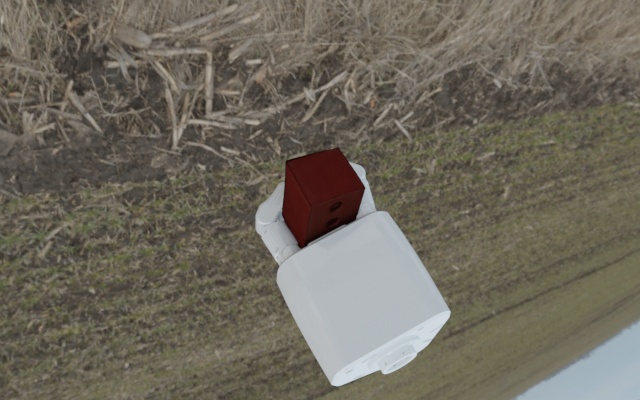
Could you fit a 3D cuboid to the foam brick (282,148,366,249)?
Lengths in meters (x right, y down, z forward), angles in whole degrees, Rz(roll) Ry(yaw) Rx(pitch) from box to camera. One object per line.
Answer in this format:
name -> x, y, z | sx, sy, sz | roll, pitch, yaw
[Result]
foam brick -> 0.000, 0.001, 0.424 | 0.053, 0.051, 0.078 | -18, -33, -20
